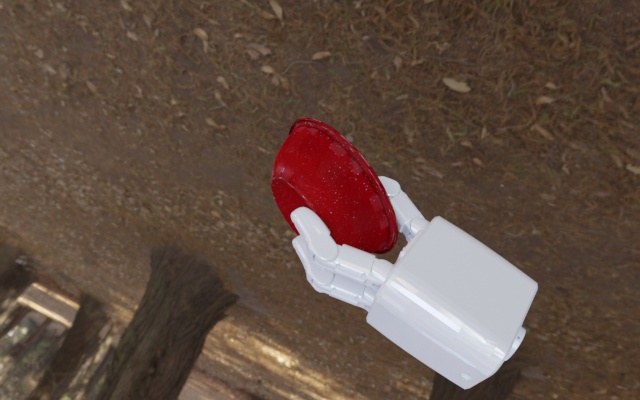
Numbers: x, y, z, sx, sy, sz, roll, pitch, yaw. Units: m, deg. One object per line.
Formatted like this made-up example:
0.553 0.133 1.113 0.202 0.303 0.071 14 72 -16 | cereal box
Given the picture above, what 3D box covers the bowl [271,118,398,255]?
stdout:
-0.001 0.001 0.474 0.055 0.162 0.162 -36 14 -21 | bowl
